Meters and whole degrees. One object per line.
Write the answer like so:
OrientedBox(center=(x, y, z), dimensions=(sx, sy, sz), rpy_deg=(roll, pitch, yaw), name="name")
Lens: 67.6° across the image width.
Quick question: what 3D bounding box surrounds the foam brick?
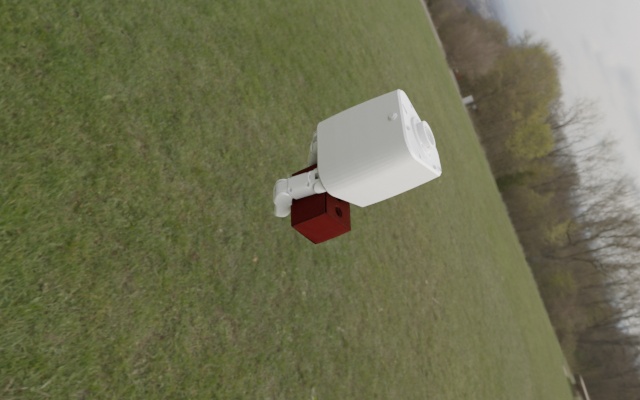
OrientedBox(center=(0.000, 0.002, 0.569), dimensions=(0.051, 0.078, 0.053), rpy_deg=(-21, -38, 27), name="foam brick")
